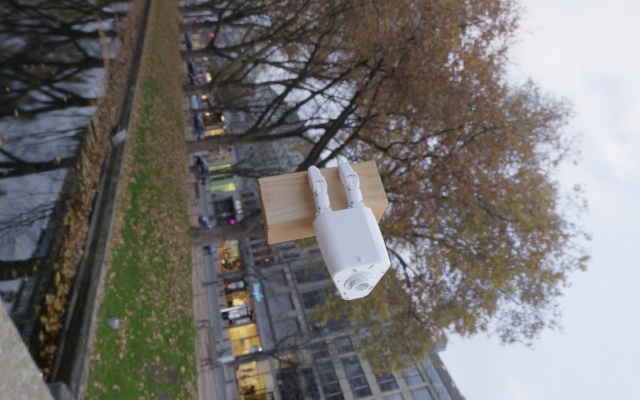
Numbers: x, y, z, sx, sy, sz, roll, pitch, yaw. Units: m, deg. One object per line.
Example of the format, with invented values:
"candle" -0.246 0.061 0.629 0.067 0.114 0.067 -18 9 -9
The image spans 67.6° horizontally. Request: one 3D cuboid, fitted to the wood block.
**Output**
"wood block" 0.000 0.003 0.840 0.206 0.090 0.091 -10 -26 -11
